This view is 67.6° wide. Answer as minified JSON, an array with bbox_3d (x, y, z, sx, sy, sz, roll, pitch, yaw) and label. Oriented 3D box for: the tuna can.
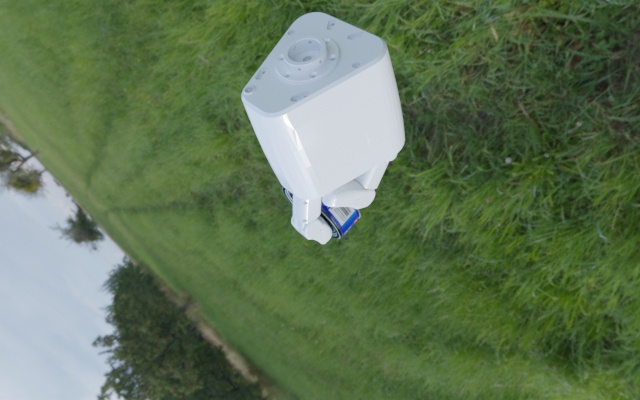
[{"bbox_3d":[0.000,0.002,0.511,0.086,0.033,0.086,39,-14,11],"label":"tuna can"}]
